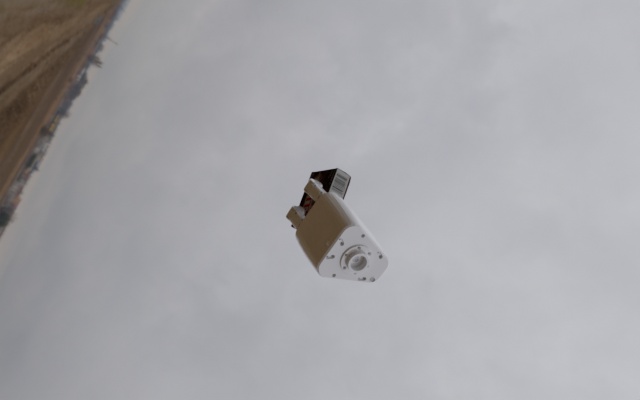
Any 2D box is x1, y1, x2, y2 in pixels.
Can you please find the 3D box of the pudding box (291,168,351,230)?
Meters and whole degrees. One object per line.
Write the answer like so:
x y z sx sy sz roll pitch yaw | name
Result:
0.000 0.003 0.838 0.039 0.113 0.090 30 -16 -27 | pudding box
